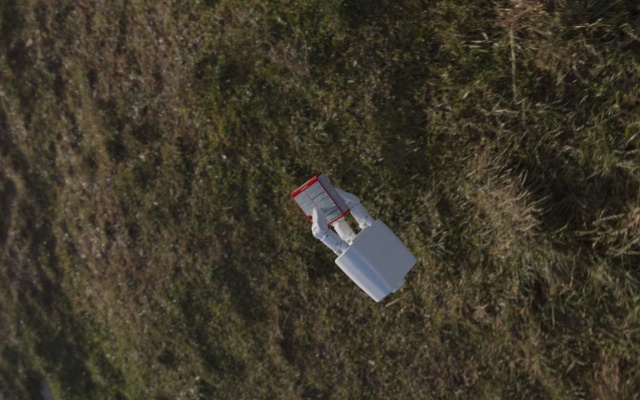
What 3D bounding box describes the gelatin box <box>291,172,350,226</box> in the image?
[{"bbox_3d":[0.000,0.003,0.882,0.073,0.089,0.030,-34,7,38],"label":"gelatin box"}]
